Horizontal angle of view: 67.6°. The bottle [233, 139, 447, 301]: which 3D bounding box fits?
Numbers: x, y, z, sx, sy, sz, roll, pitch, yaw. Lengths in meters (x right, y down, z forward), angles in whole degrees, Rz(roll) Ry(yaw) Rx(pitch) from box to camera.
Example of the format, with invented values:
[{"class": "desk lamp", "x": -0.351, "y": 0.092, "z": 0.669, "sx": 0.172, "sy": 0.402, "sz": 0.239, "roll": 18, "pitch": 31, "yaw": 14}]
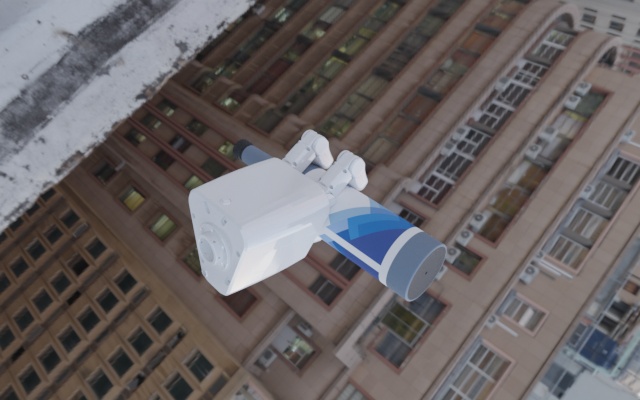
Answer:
[{"class": "bottle", "x": 0.000, "y": 0.002, "z": 0.543, "sx": 0.295, "sy": 0.069, "sz": 0.069, "roll": 34, "pitch": 19, "yaw": 32}]
